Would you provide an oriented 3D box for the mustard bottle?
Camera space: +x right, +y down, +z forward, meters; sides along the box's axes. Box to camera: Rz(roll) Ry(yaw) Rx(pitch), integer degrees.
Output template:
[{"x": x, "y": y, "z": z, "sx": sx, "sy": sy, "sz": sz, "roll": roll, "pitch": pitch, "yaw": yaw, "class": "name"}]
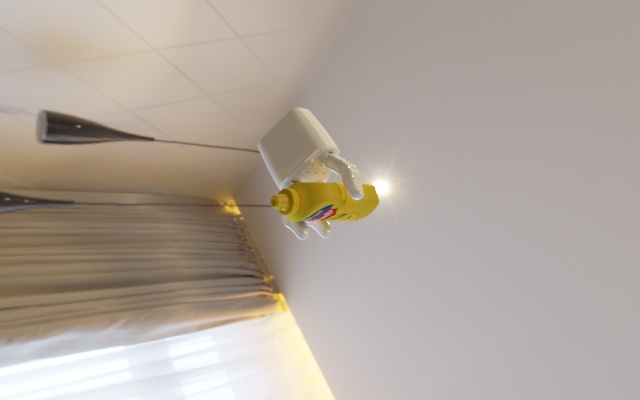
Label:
[{"x": 0.000, "y": 0.003, "z": 0.759, "sx": 0.191, "sy": 0.058, "sz": 0.096, "roll": 2, "pitch": -19, "yaw": -45, "class": "mustard bottle"}]
